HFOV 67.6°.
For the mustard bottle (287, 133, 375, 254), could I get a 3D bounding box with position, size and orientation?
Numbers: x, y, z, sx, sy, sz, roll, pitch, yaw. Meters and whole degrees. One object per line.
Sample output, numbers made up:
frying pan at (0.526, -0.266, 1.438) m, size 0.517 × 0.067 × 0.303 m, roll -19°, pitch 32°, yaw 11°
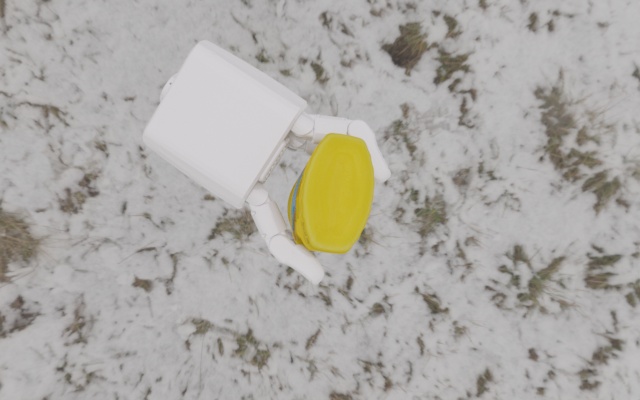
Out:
mustard bottle at (0.000, 0.002, 0.463) m, size 0.058 × 0.096 × 0.191 m, roll 8°, pitch -6°, yaw -8°
